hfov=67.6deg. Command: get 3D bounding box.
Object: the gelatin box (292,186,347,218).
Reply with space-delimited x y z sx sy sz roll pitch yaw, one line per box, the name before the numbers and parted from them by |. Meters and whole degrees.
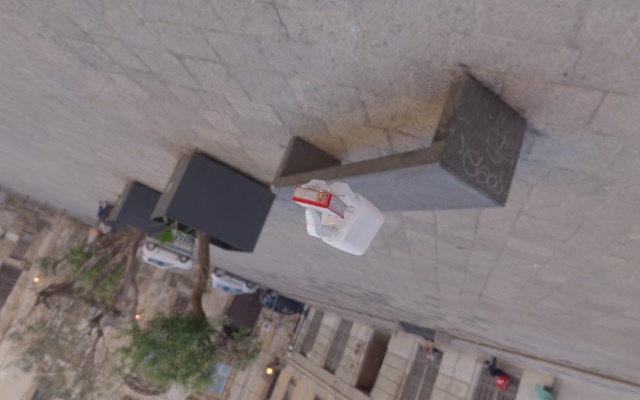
gelatin box | 0.000 0.003 0.877 0.073 0.030 0.089 14 -8 24
